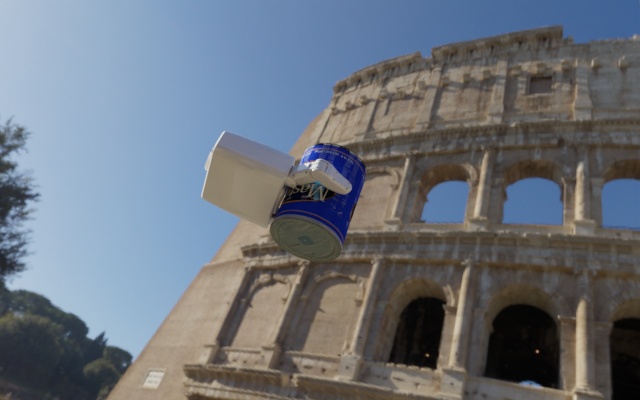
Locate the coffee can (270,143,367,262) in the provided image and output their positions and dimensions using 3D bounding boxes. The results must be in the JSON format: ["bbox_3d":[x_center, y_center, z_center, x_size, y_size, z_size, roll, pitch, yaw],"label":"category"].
[{"bbox_3d":[0.000,0.002,0.686,0.103,0.140,0.103,14,-35,10],"label":"coffee can"}]
